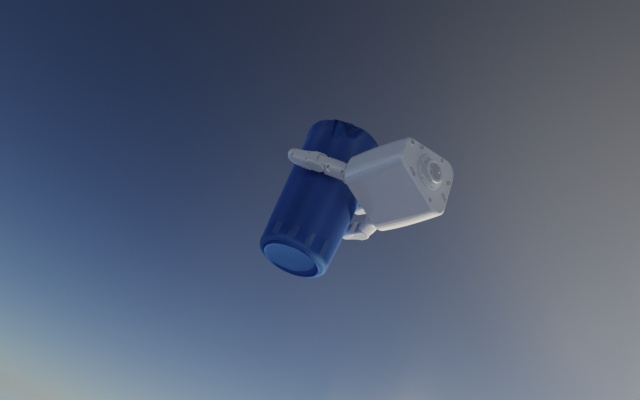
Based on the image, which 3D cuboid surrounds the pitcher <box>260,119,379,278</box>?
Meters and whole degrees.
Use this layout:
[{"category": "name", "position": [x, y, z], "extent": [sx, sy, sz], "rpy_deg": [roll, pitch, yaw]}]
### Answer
[{"category": "pitcher", "position": [0.000, 0.002, 0.770], "extent": [0.145, 0.242, 0.149], "rpy_deg": [-16, -51, 46]}]
